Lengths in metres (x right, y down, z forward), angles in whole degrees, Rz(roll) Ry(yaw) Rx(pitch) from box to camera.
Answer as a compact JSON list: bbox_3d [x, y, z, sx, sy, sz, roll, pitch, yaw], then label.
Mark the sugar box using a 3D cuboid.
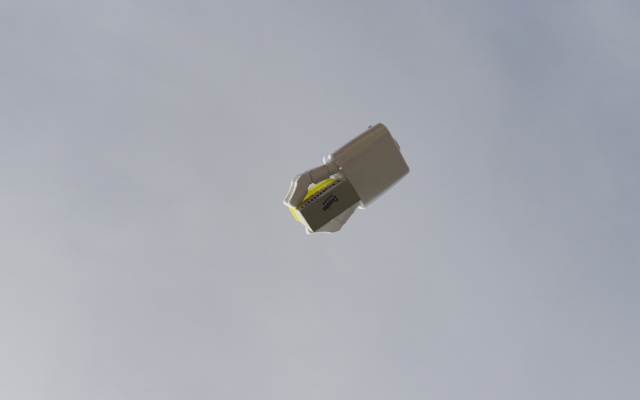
[{"bbox_3d":[0.000,0.002,0.806,0.093,0.048,0.176,-34,6,-7],"label":"sugar box"}]
